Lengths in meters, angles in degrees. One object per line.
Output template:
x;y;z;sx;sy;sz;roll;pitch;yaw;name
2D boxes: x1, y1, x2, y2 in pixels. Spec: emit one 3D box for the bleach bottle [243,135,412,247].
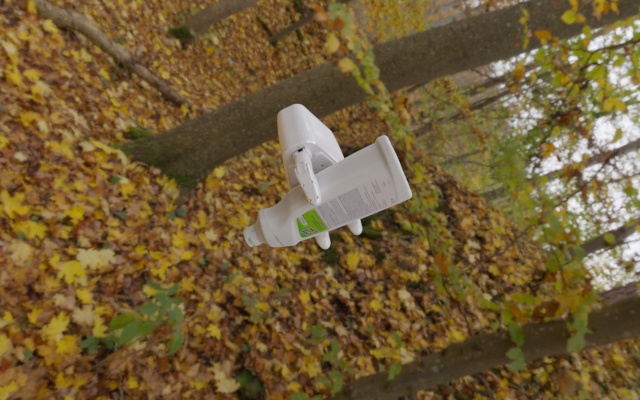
0.000;0.002;0.698;0.251;0.068;0.103;-24;-46;8;bleach bottle
